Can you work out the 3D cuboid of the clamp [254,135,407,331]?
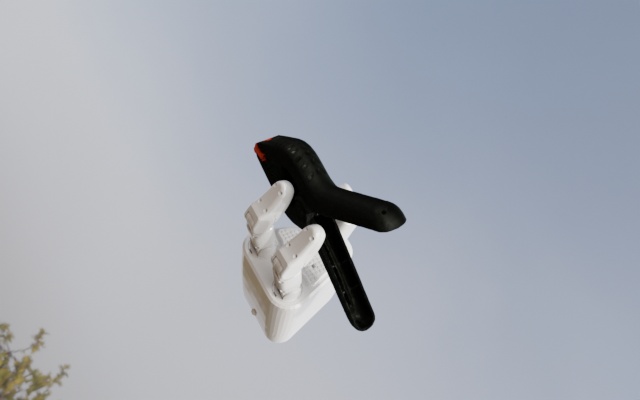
[{"bbox_3d":[0.000,0.001,0.438,0.036,0.210,0.165,-22,-30,-25],"label":"clamp"}]
